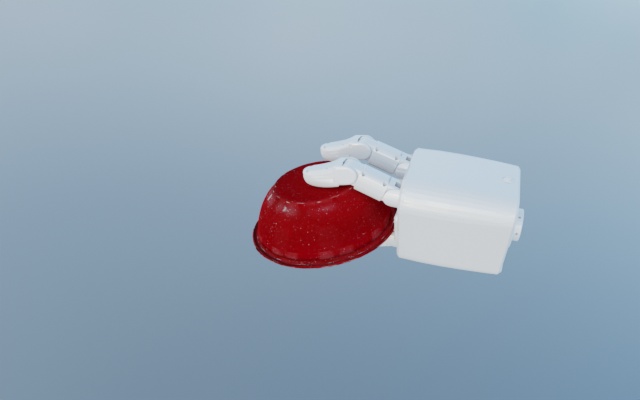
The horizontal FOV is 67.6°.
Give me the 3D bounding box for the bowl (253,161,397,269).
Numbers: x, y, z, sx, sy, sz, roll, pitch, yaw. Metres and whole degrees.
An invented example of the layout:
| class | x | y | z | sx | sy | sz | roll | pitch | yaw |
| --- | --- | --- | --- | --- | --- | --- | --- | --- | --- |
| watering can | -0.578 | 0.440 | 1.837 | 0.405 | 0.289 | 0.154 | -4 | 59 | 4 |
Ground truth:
| class | x | y | z | sx | sy | sz | roll | pitch | yaw |
| --- | --- | --- | --- | --- | --- | --- | --- | --- | --- |
| bowl | -0.001 | 0.001 | 0.513 | 0.162 | 0.055 | 0.162 | -9 | 30 | 5 |
